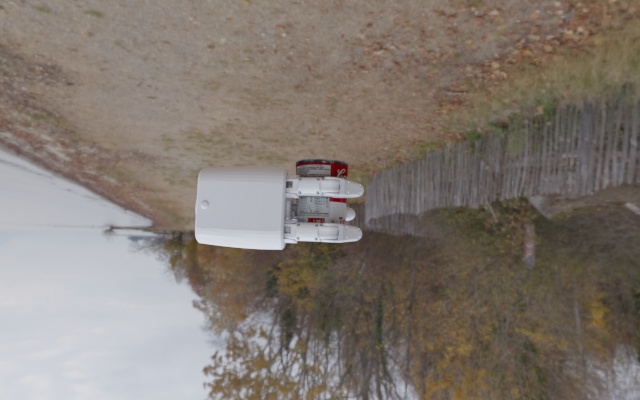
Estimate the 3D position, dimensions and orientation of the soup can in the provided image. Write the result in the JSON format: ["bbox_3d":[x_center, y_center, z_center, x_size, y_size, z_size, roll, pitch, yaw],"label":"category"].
[{"bbox_3d":[0.001,0.002,0.615,0.068,0.102,0.068,2,-4,0],"label":"soup can"}]
